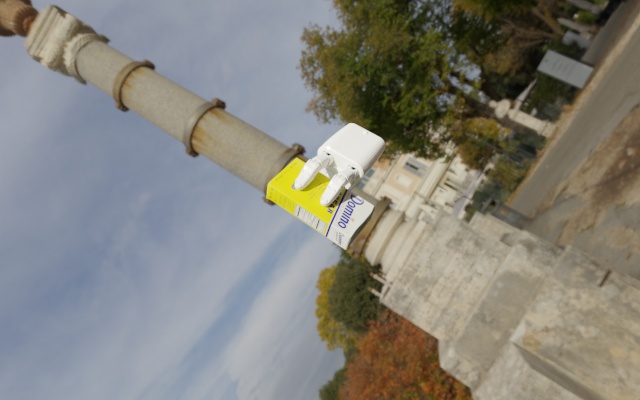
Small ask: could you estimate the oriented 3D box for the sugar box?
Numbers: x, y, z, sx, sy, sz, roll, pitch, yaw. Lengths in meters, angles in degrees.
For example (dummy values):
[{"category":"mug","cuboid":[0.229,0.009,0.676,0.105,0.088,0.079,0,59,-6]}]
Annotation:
[{"category":"sugar box","cuboid":[0.000,0.002,0.854,0.176,0.048,0.093,30,50,15]}]
